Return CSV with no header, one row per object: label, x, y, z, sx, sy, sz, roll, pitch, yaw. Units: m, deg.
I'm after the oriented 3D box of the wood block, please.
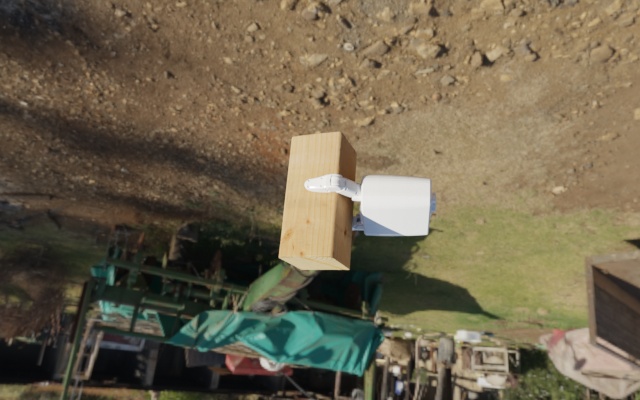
wood block,0.000,0.003,0.782,0.090,0.206,0.091,-3,-21,21
